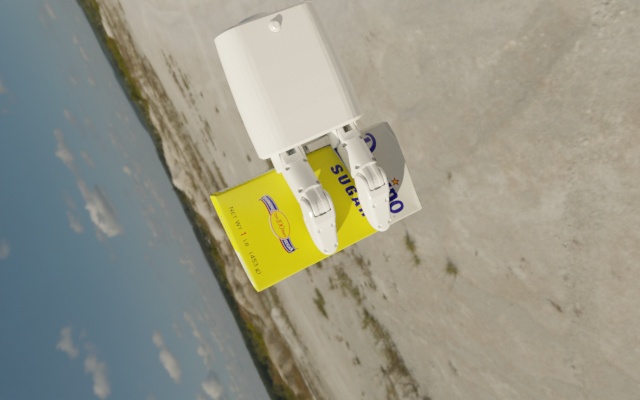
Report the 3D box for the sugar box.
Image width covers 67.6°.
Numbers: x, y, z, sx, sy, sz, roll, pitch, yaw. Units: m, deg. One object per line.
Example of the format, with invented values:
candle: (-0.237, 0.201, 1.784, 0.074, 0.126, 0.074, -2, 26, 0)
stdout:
sugar box: (0.000, 0.001, 0.440, 0.176, 0.093, 0.048, -26, 9, -15)
